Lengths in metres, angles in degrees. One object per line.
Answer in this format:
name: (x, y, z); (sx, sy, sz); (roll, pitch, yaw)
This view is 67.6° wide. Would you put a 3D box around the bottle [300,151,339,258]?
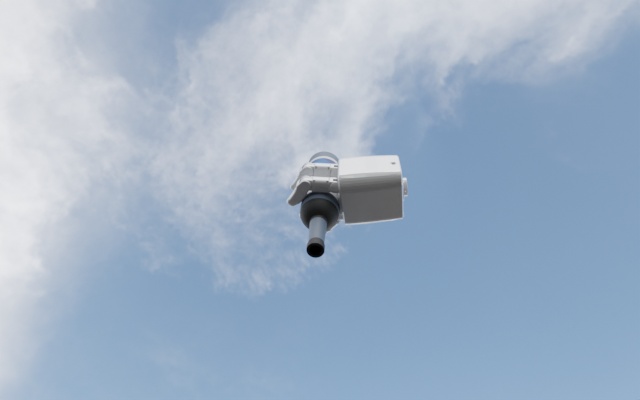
bottle: (0.000, 0.003, 0.837); (0.069, 0.069, 0.295); (0, 29, 3)
